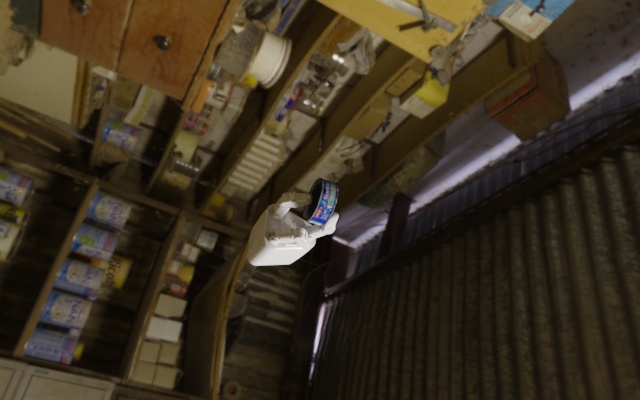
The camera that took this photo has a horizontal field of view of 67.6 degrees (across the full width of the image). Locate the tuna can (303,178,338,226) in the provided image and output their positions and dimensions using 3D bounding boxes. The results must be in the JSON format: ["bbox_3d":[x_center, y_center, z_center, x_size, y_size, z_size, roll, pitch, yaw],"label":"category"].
[{"bbox_3d":[0.001,0.003,0.892,0.034,0.086,0.086,19,-6,-17],"label":"tuna can"}]
